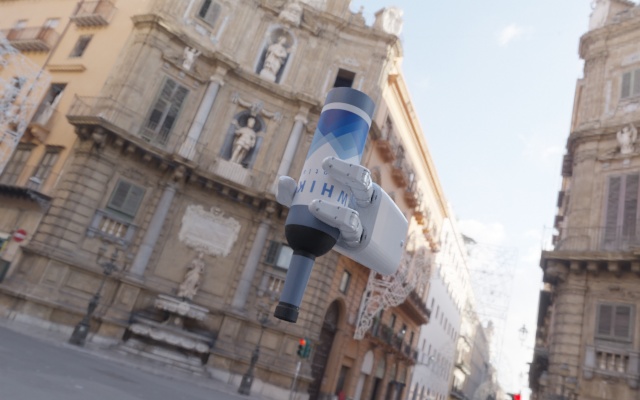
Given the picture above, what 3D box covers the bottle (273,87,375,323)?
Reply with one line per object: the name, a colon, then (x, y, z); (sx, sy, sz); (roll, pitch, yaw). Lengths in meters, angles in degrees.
bottle: (0.000, 0.002, 0.587); (0.069, 0.295, 0.069); (15, -19, 5)
